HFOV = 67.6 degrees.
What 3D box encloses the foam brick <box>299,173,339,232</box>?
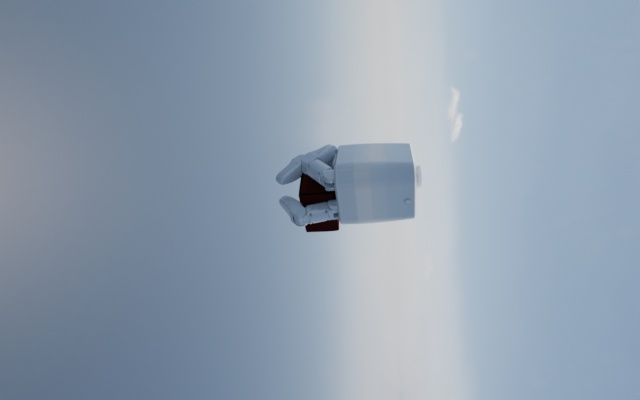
[{"bbox_3d":[0.000,0.002,0.707,0.051,0.078,0.053,-3,42,7],"label":"foam brick"}]
